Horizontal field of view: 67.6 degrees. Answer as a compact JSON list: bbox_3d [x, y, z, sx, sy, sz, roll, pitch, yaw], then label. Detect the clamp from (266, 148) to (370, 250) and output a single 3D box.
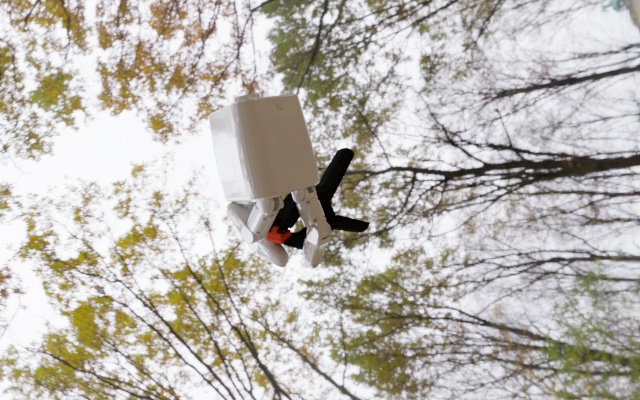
[{"bbox_3d":[0.000,0.002,0.605,0.039,0.120,0.171,-6,9,42],"label":"clamp"}]
